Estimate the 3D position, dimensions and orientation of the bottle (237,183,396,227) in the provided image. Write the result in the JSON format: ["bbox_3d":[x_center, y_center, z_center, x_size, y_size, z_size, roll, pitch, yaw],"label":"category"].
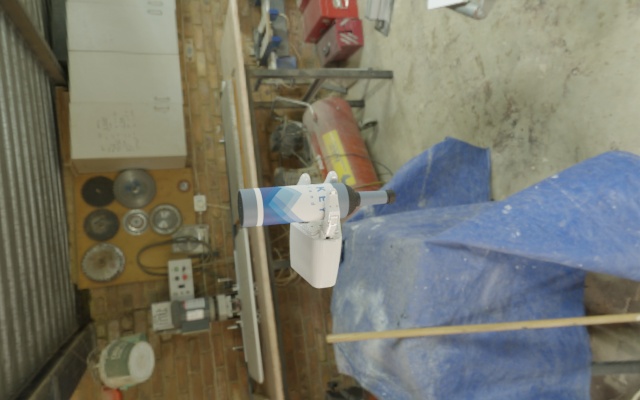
[{"bbox_3d":[0.000,0.003,0.877,0.296,0.069,0.069,-4,1,-18],"label":"bottle"}]
